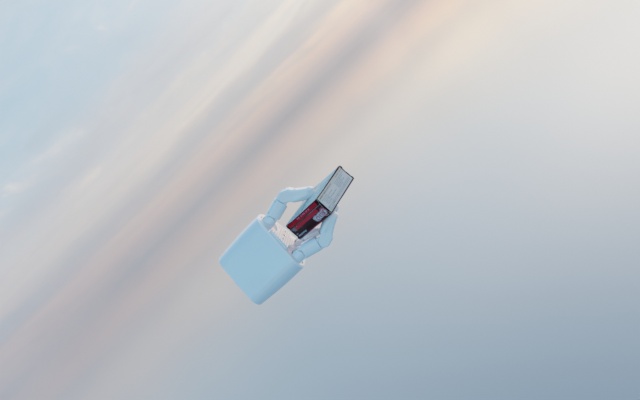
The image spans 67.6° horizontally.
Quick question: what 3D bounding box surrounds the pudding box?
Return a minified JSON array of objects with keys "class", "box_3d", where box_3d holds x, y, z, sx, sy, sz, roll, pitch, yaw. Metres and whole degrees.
[{"class":"pudding box","box_3d":[0.000,0.003,0.792,0.090,0.039,0.113,-40,12,40]}]
